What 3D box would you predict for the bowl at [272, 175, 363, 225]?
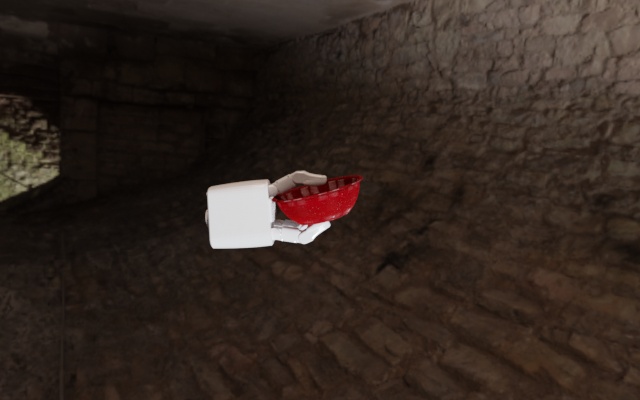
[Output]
[{"bbox_3d":[0.001,0.003,0.826,0.162,0.055,0.162,-14,9,2],"label":"bowl"}]
